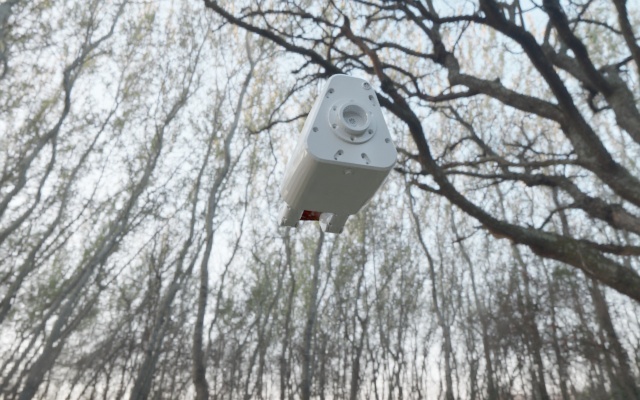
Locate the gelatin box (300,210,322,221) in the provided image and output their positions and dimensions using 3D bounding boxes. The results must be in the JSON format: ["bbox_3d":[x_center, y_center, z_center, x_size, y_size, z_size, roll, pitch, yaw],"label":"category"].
[{"bbox_3d":[0.000,0.002,0.620,0.073,0.030,0.089,1,-20,-1],"label":"gelatin box"}]
